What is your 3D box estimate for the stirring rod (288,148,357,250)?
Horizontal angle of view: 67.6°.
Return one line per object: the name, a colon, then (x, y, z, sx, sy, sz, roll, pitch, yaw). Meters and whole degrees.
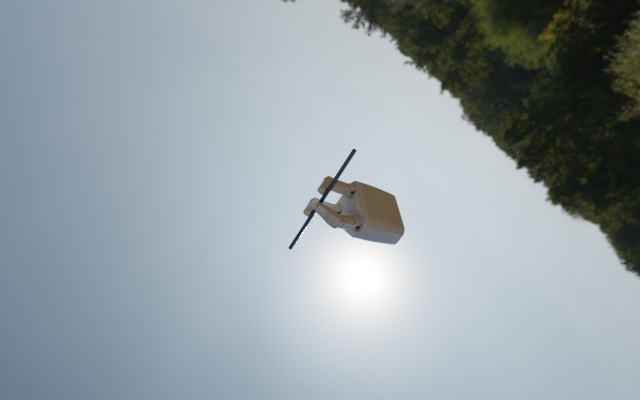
stirring rod: (0.000, 0.003, 0.880, 0.011, 0.240, 0.011, 26, 27, -14)
